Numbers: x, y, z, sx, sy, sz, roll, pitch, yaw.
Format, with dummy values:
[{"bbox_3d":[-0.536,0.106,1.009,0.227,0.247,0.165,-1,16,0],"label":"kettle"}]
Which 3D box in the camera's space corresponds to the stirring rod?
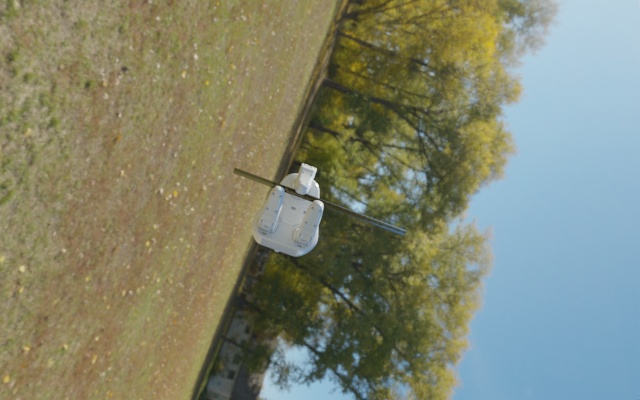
[{"bbox_3d":[0.000,0.002,0.630,0.239,0.011,0.011,20,-1,-4],"label":"stirring rod"}]
